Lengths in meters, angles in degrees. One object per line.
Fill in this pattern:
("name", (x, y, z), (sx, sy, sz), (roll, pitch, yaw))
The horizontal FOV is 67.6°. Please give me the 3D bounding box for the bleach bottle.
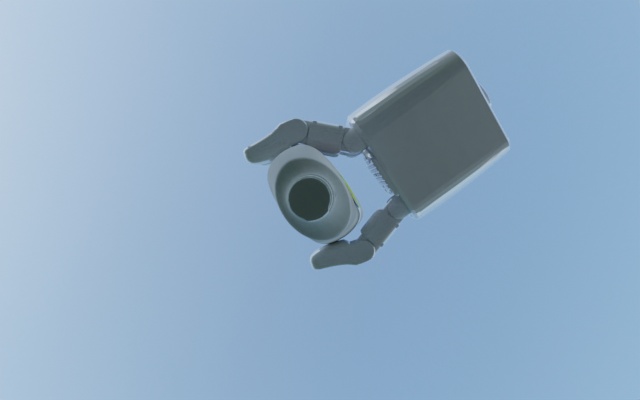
("bleach bottle", (0.000, 0.001, 0.439), (0.068, 0.102, 0.251), (-35, 1, 2))
